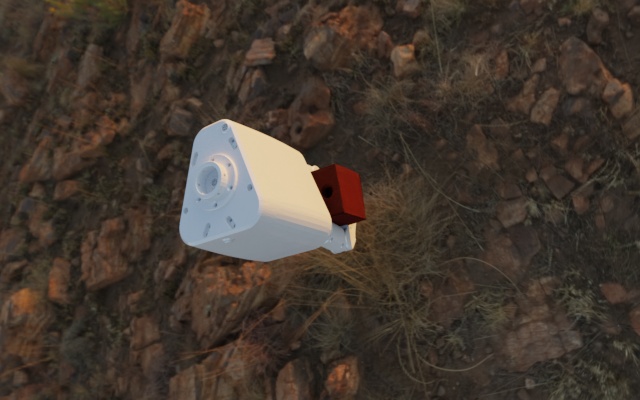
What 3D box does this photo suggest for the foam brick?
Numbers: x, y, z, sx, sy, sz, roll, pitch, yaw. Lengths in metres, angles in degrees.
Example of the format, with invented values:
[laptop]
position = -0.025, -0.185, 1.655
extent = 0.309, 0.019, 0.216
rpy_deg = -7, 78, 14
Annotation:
[foam brick]
position = 0.000, 0.001, 0.500
extent = 0.078, 0.053, 0.051
rpy_deg = -18, -19, 27
